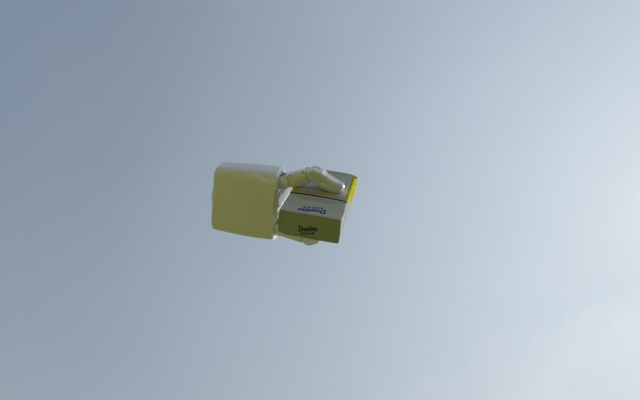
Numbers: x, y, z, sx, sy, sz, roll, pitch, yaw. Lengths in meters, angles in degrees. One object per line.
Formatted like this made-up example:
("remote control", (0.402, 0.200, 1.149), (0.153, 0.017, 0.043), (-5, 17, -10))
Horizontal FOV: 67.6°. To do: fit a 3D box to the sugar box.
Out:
("sugar box", (0.000, 0.003, 0.753), (0.093, 0.048, 0.176), (10, 28, 8))
